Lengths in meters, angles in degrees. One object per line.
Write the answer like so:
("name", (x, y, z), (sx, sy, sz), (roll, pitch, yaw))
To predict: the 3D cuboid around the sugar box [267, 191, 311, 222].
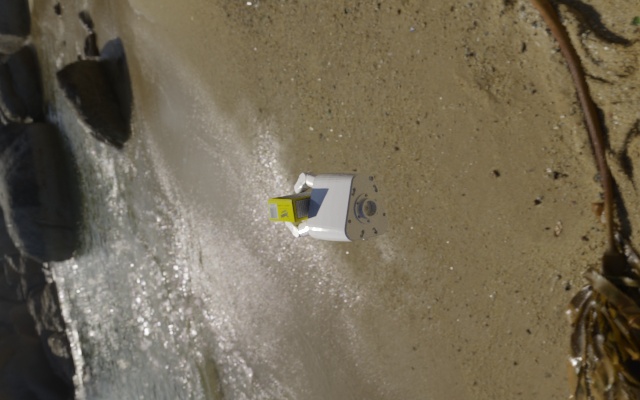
("sugar box", (0.000, 0.003, 0.881), (0.176, 0.048, 0.093), (-9, 6, -34))
